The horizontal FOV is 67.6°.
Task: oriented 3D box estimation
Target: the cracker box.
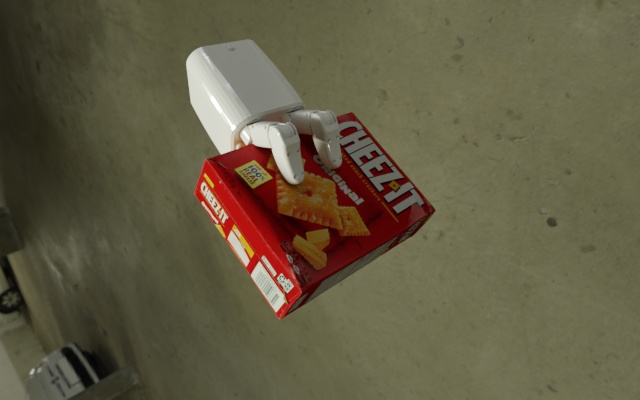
[{"bbox_3d":[0.000,0.002,0.523,0.213,0.164,0.072,-25,-19,-37],"label":"cracker box"}]
